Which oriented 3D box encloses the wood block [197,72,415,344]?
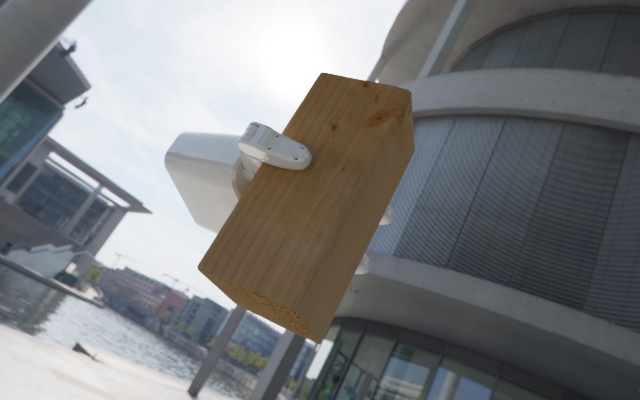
[{"bbox_3d":[0.000,0.001,0.410,0.090,0.206,0.091,19,-24,23],"label":"wood block"}]
